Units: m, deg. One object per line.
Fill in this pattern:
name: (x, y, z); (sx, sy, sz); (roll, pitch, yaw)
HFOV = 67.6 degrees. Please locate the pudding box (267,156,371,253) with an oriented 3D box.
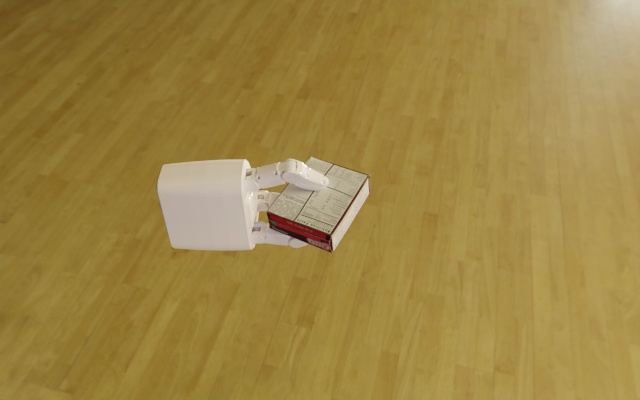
pudding box: (0.000, 0.002, 0.596); (0.090, 0.113, 0.039); (20, -36, 20)
